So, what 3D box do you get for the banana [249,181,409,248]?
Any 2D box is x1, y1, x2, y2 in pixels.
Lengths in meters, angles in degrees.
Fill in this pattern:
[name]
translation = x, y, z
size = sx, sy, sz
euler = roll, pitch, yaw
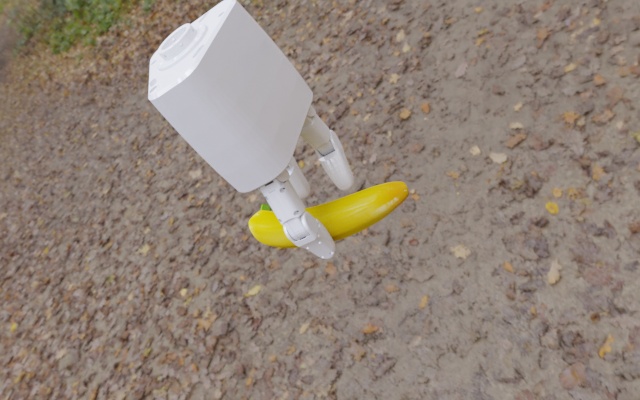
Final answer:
[banana]
translation = -0.009, 0.016, 0.468
size = 0.198, 0.069, 0.037
euler = -6, -44, 40
